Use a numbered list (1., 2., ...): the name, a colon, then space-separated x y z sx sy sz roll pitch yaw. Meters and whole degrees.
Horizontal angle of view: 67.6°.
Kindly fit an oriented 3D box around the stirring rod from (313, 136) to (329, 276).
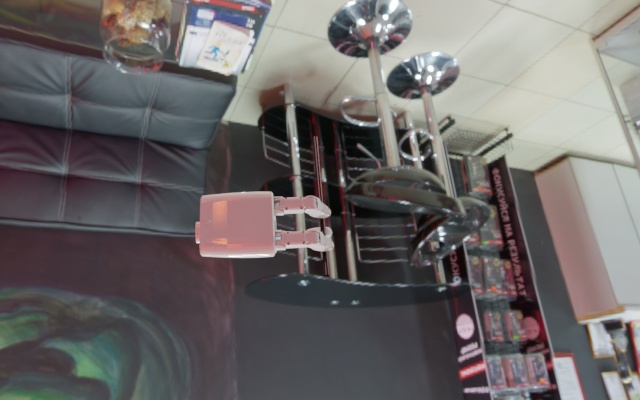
1. stirring rod: 0.000 0.002 0.766 0.011 0.239 0.011 -4 -23 -2
